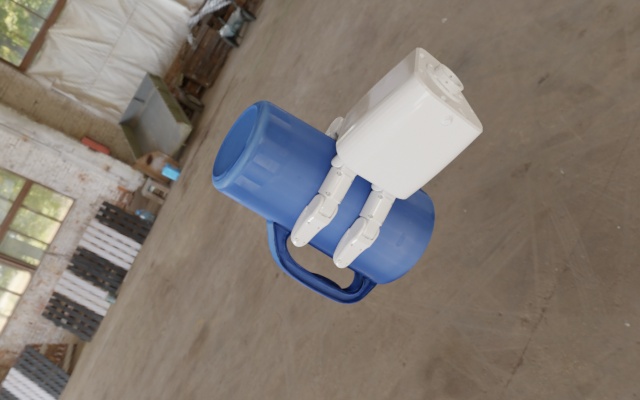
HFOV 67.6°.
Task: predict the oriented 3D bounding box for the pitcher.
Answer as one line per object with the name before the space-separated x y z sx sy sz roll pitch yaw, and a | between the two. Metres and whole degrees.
pitcher | 0.000 0.002 0.548 0.243 0.149 0.145 30 -54 -26
